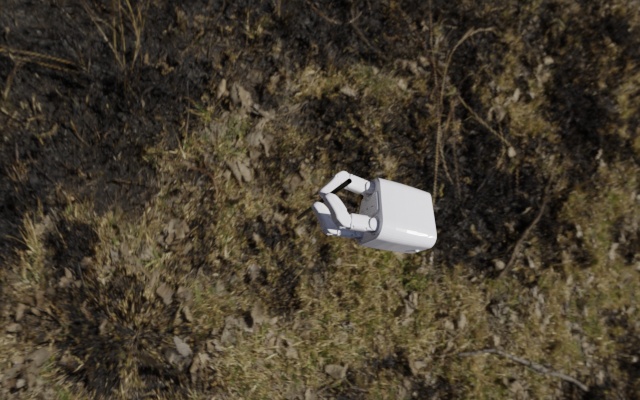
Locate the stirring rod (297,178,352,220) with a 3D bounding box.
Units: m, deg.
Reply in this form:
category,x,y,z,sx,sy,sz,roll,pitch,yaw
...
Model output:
category,x,y,z,sx,sy,sz,roll,pitch,yaw
stirring rod,0.000,0.003,0.799,0.011,0.011,0.239,0,-15,-21
